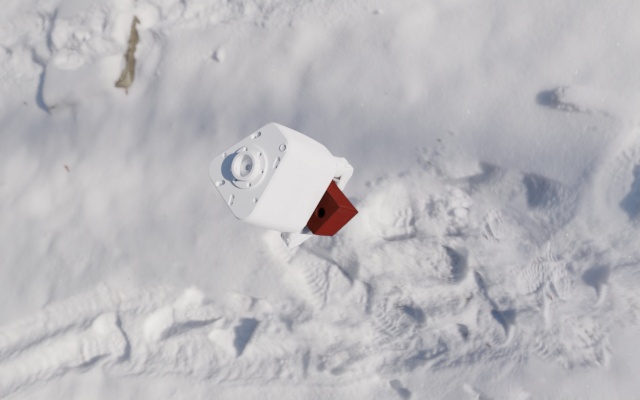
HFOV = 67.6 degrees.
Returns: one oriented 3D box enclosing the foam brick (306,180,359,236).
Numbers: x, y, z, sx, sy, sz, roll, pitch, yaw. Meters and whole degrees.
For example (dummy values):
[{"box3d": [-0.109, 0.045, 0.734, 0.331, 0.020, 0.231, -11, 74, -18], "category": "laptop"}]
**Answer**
[{"box3d": [0.000, 0.002, 0.630, 0.053, 0.078, 0.051, -46, -26, 18], "category": "foam brick"}]
